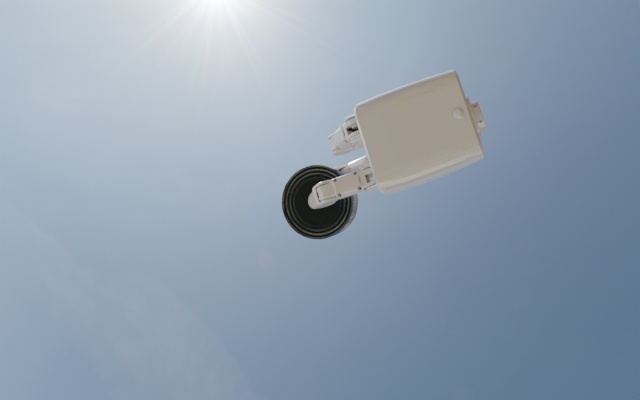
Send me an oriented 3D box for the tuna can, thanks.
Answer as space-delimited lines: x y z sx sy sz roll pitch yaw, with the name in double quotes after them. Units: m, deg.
0.000 0.002 0.563 0.086 0.086 0.034 0 0 17 "tuna can"
